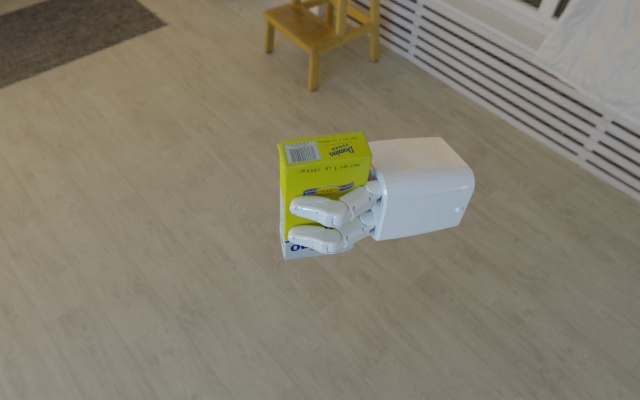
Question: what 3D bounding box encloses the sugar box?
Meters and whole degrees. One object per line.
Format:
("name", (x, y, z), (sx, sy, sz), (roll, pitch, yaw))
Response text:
("sugar box", (0.000, 0.002, 0.550), (0.093, 0.048, 0.176), (-8, -40, -9))
